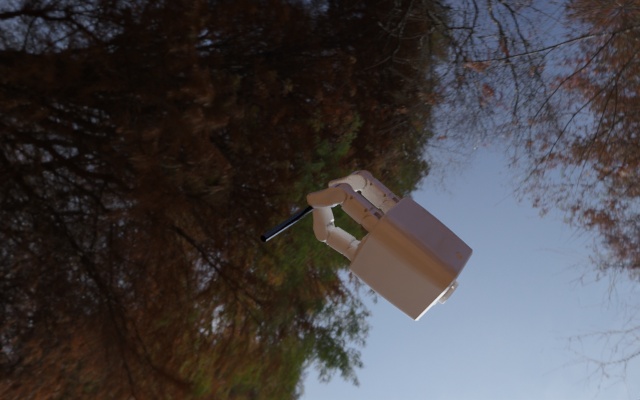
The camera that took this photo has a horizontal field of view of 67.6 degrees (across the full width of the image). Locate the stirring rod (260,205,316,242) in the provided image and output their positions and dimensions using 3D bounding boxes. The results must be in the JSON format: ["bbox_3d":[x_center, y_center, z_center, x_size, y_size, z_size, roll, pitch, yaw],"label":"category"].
[{"bbox_3d":[0.000,0.002,0.604,0.011,0.011,0.239,0,19,32],"label":"stirring rod"}]
